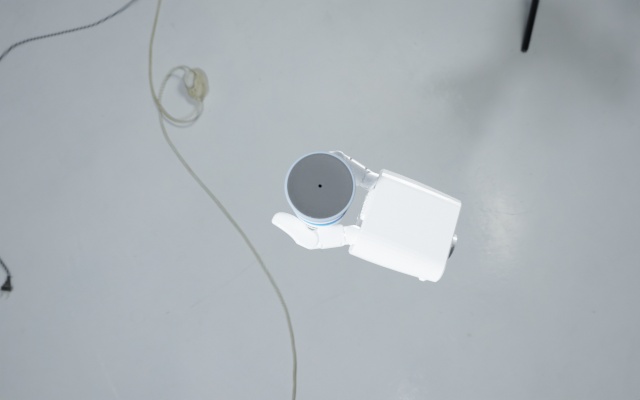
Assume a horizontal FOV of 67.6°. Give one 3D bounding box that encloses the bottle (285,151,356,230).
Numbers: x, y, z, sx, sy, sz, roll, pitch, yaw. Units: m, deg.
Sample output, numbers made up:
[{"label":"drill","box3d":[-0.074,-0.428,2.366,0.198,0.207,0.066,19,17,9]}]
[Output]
[{"label":"bottle","box3d":[0.000,0.002,0.589,0.069,0.069,0.296,0,-6,0]}]
